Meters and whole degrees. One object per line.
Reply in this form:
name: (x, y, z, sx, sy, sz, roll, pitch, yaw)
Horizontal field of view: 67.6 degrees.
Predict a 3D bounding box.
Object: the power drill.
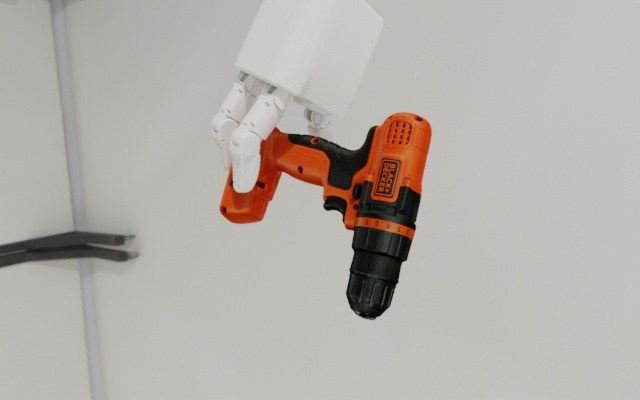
power drill: (0.000, 0.001, 0.450, 0.187, 0.184, 0.057, 11, -11, 24)
